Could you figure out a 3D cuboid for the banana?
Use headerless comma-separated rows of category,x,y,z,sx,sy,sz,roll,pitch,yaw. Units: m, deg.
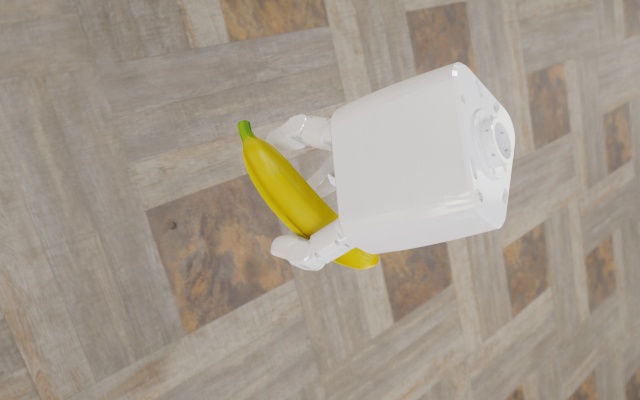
banana,-0.005,0.010,0.431,0.037,0.198,0.069,-30,25,27
